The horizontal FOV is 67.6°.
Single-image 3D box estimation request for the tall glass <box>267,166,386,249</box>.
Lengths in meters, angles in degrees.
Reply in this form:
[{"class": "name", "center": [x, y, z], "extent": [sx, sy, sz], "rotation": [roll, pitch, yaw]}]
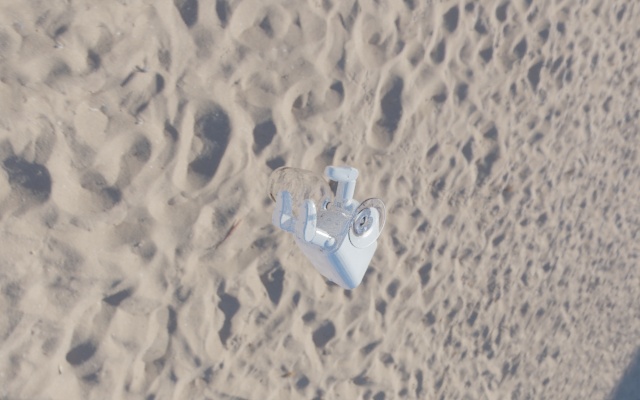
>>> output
[{"class": "tall glass", "center": [0.001, 0.002, 0.725], "extent": [0.079, 0.079, 0.201], "rotation": [0, 18, -44]}]
